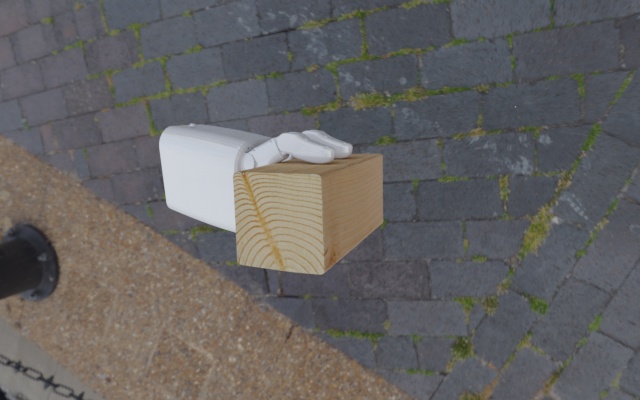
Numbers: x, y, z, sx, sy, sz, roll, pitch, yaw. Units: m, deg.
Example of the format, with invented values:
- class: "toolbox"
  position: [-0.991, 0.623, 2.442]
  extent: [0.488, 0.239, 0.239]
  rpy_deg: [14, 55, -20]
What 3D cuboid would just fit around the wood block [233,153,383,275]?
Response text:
- class: "wood block"
  position: [0.000, 0.002, 0.517]
  extent: [0.090, 0.091, 0.206]
  rpy_deg: [3, 12, 22]
